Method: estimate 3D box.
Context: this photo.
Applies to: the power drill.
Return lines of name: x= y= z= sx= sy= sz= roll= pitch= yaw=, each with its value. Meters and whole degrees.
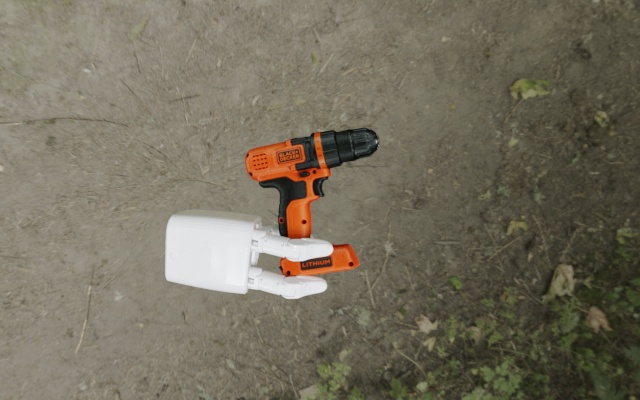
power drill: x=0.000 y=0.003 z=0.645 sx=0.184 sy=0.187 sz=0.057 roll=-10 pitch=-3 yaw=11
